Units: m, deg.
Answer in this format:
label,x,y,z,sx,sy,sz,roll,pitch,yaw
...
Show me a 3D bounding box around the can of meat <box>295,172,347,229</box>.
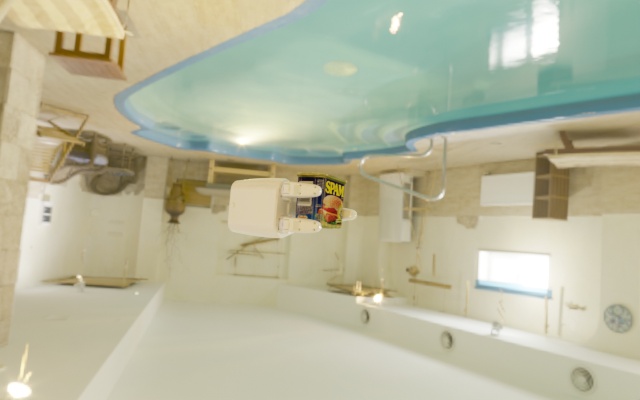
label,x,y,z,sx,sy,sz,roll,pitch,yaw
can of meat,0.000,0.003,0.789,0.057,0.084,0.102,2,-5,27
